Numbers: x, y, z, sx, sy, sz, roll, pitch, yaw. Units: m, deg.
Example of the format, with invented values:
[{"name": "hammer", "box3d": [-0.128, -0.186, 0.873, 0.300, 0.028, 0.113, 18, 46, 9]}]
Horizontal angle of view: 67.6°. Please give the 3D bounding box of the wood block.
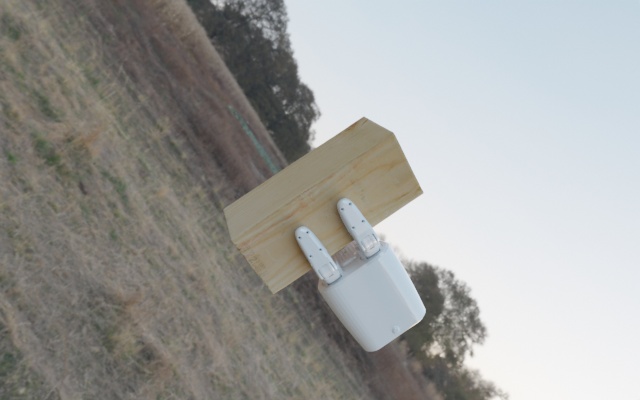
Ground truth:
[{"name": "wood block", "box3d": [0.000, 0.002, 0.560, 0.206, 0.090, 0.090, -34, 26, -2]}]
